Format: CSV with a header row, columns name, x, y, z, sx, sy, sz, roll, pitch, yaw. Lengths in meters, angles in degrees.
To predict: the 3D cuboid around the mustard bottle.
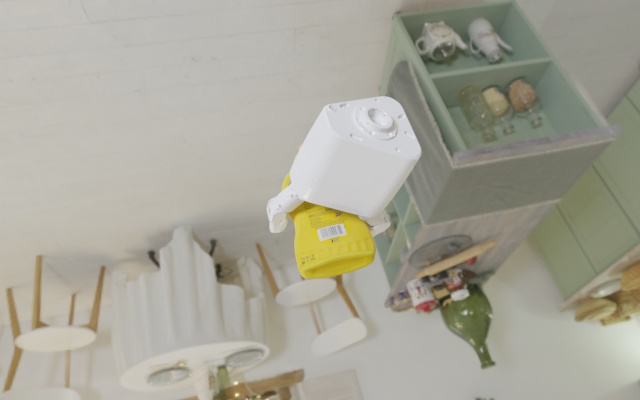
name,x,y,z,sx,sy,sz,roll,pitch,yaw
mustard bottle,0.000,0.002,0.621,0.096,0.191,0.058,-13,-32,-5
